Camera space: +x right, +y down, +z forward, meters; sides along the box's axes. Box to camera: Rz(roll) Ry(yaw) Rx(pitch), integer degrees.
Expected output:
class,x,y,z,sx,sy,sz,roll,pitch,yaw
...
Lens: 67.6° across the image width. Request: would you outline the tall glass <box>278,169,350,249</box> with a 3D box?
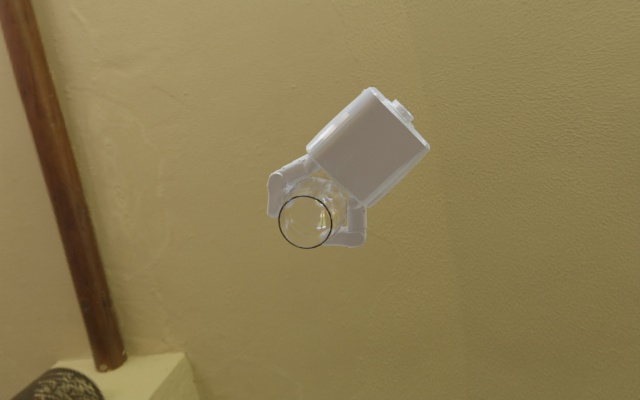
class,x,y,z,sx,sy,sz,roll,pitch,yaw
tall glass,0.000,0.002,0.621,0.079,0.079,0.201,0,13,11
